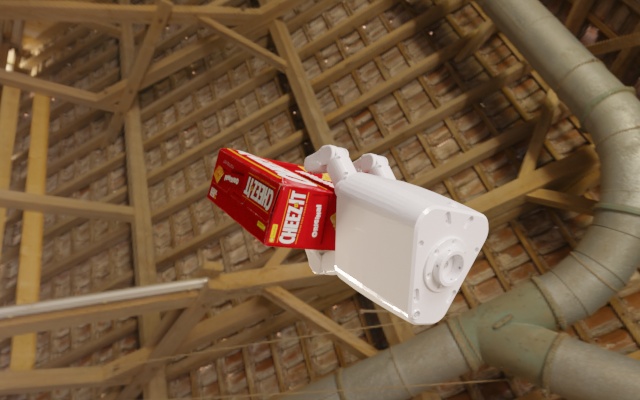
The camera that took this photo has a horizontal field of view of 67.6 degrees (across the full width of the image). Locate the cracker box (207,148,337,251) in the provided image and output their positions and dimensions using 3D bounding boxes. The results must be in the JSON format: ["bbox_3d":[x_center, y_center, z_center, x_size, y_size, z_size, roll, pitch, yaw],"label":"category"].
[{"bbox_3d":[0.000,0.002,0.560,0.214,0.072,0.164,9,11,-35],"label":"cracker box"}]
